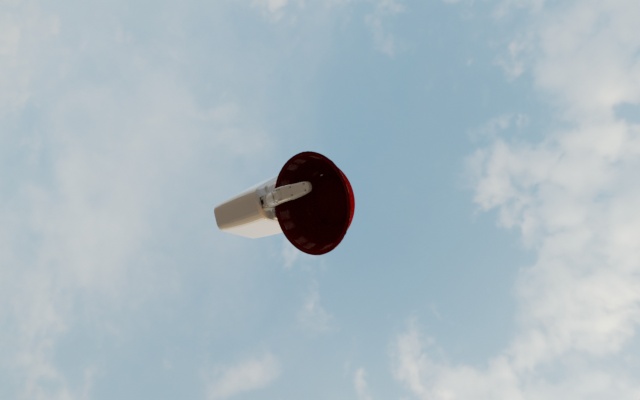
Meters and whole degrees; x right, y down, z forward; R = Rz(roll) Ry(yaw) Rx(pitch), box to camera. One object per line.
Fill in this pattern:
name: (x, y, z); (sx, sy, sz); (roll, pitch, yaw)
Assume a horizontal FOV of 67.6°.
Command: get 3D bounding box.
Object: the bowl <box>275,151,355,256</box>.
bowl: (0.001, 0.002, 0.753); (0.162, 0.162, 0.055); (0, 6, 43)
